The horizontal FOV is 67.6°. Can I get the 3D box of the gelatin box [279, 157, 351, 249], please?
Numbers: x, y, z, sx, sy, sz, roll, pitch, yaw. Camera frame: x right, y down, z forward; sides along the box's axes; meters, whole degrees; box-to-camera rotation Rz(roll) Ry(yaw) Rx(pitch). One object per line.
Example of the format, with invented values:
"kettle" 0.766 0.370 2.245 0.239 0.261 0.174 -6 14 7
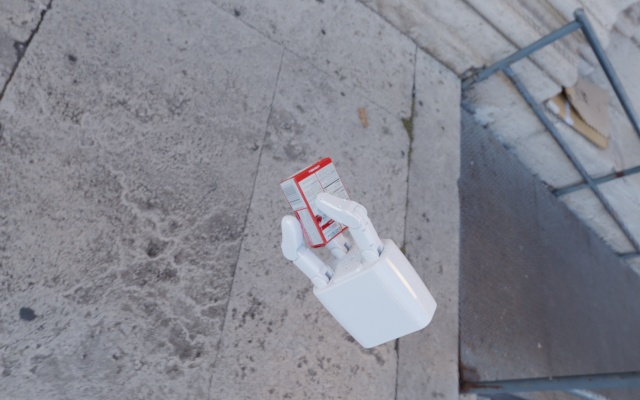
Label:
"gelatin box" 0.000 0.001 0.572 0.030 0.089 0.073 -18 12 44
